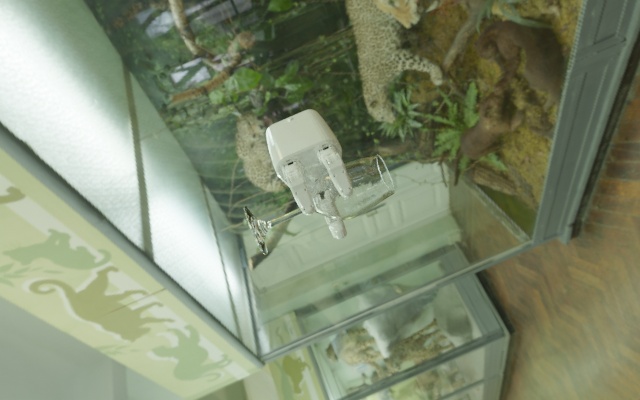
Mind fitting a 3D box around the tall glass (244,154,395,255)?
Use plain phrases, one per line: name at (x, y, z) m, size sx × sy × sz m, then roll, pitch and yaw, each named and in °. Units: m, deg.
tall glass at (0.000, 0.003, 0.669) m, size 0.201 × 0.079 × 0.079 m, roll -23°, pitch 0°, yaw -1°
